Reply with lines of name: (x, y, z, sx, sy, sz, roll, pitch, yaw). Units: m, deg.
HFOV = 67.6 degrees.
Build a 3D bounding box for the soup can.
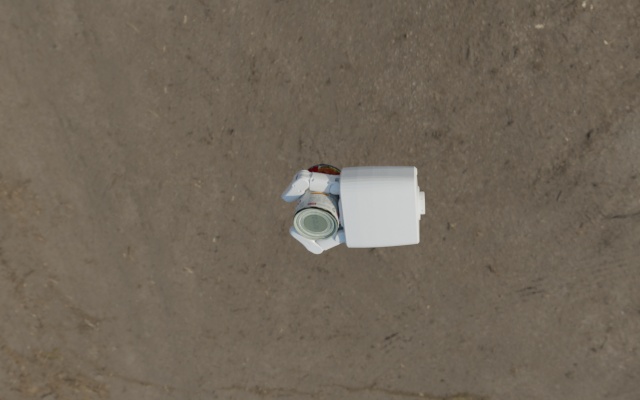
soup can: (0.000, 0.002, 0.718, 0.068, 0.069, 0.102, 0, 41, 11)
